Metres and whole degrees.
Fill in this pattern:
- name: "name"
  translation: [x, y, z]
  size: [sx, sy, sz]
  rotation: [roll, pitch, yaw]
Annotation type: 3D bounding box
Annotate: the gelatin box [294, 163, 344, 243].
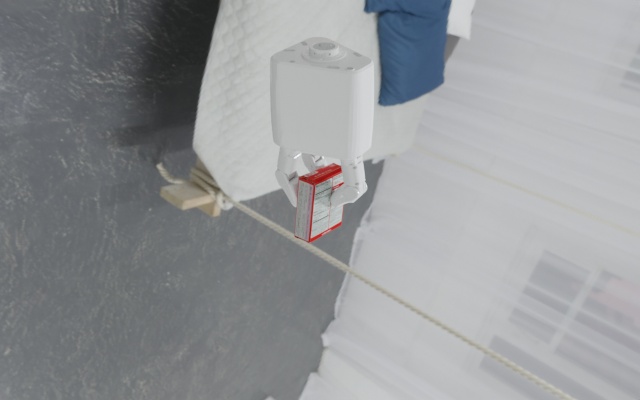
- name: "gelatin box"
  translation: [0.000, 0.003, 0.633]
  size: [0.030, 0.089, 0.073]
  rotation: [21, 30, 31]
